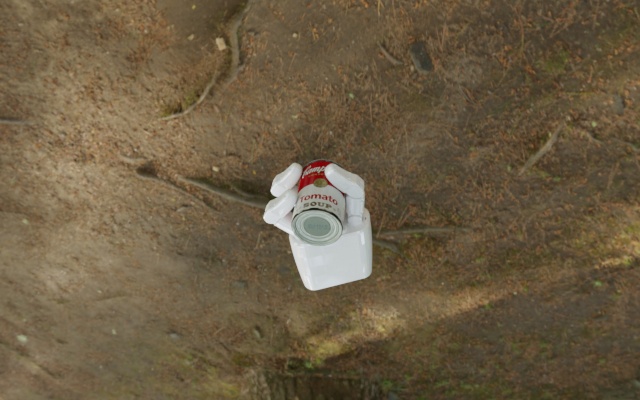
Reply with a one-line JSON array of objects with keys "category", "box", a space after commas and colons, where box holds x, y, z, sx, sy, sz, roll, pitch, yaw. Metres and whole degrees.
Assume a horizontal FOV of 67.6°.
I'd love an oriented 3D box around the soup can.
[{"category": "soup can", "box": [0.000, 0.002, 0.639, 0.068, 0.069, 0.102, 0, 42, 8]}]
